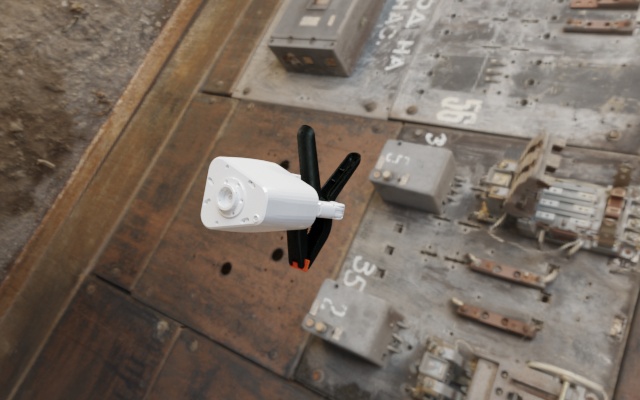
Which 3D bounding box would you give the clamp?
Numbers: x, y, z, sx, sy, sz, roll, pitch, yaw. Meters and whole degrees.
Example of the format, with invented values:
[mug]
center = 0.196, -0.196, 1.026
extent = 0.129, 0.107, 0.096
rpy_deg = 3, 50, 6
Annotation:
[clamp]
center = 0.001, 0.003, 0.726
extent = 0.036, 0.210, 0.164
rpy_deg = 15, 5, 34
